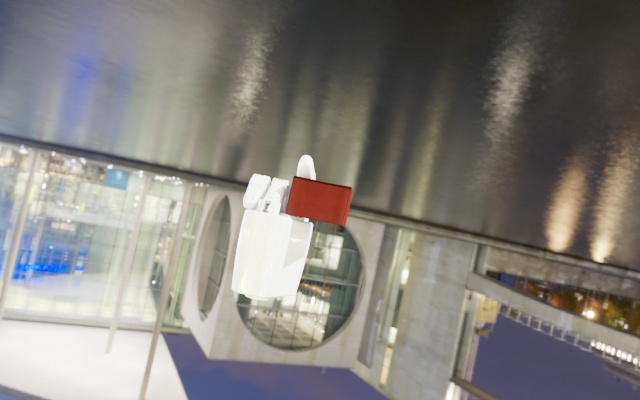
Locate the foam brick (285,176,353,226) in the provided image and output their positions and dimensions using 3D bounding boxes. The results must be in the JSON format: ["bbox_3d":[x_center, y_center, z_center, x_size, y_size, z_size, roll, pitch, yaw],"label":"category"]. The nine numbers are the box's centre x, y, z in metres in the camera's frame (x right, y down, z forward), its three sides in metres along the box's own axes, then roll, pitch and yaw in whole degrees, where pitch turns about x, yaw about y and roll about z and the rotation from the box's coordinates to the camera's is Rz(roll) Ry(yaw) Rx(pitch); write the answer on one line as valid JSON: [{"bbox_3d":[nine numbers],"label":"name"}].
[{"bbox_3d":[0.000,0.002,0.634,0.078,0.051,0.053,11,-4,9],"label":"foam brick"}]
